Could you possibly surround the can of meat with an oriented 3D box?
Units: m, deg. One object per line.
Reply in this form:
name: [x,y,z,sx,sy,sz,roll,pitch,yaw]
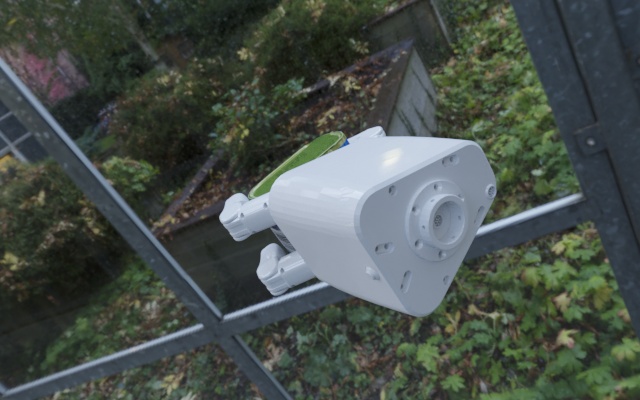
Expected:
can of meat: [0.000,0.001,0.417,0.102,0.084,0.057,-42,24,-18]
